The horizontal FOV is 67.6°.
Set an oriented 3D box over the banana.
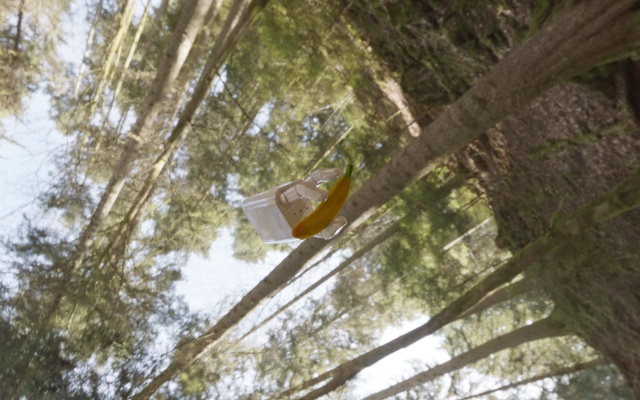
[{"bbox_3d":[0.005,0.014,0.868,0.037,0.070,0.197,14,48,29],"label":"banana"}]
